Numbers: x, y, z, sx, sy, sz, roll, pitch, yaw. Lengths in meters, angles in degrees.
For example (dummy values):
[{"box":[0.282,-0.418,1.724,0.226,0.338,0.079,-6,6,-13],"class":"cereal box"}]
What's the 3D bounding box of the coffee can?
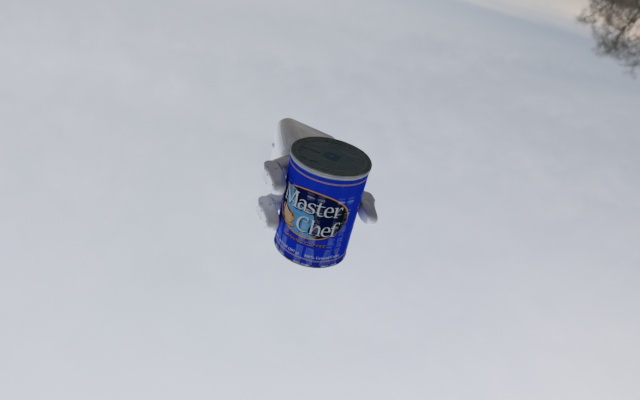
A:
[{"box":[0.000,0.002,0.623,0.103,0.140,0.102,10,31,-6],"class":"coffee can"}]
